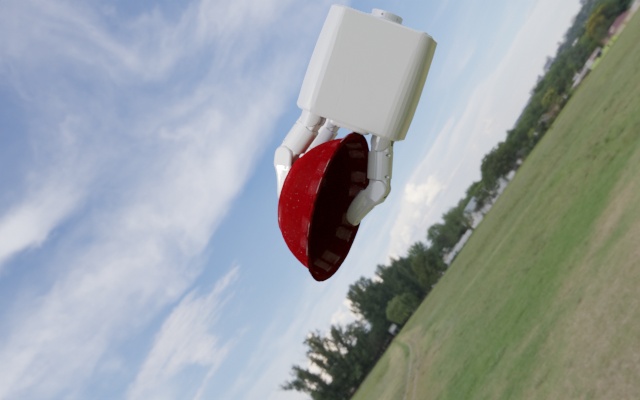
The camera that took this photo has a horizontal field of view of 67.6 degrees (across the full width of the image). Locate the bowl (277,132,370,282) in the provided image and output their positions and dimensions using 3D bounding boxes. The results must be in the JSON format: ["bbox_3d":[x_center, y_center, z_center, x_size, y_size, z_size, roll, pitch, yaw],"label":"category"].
[{"bbox_3d":[-0.001,0.003,0.510,0.055,0.162,0.162,14,5,21],"label":"bowl"}]
